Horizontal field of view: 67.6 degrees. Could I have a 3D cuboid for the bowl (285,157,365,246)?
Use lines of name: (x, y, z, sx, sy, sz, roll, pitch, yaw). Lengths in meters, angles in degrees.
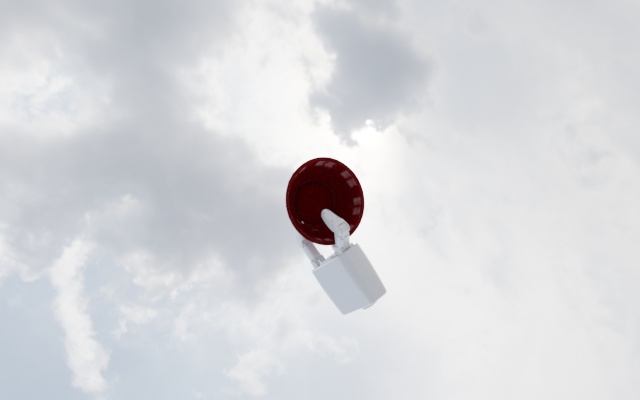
bowl: (0.000, 0.002, 0.887, 0.162, 0.162, 0.055, 0, -5, -27)
